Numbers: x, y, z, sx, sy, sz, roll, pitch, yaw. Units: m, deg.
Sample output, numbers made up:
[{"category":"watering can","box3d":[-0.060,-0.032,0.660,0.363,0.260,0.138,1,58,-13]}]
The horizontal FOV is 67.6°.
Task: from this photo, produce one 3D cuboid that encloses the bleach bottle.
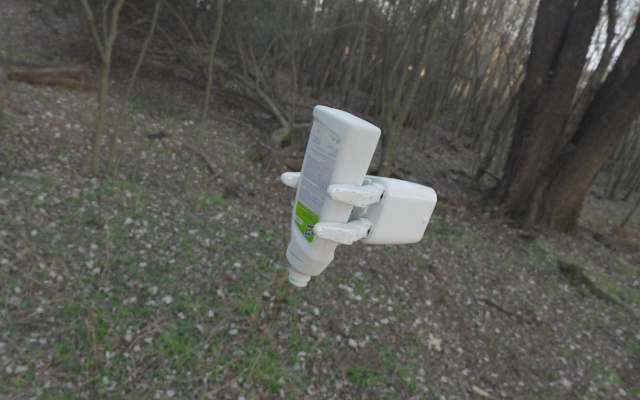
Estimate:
[{"category":"bleach bottle","box3d":[0.000,0.002,0.674,0.068,0.251,0.102,5,21,-37]}]
